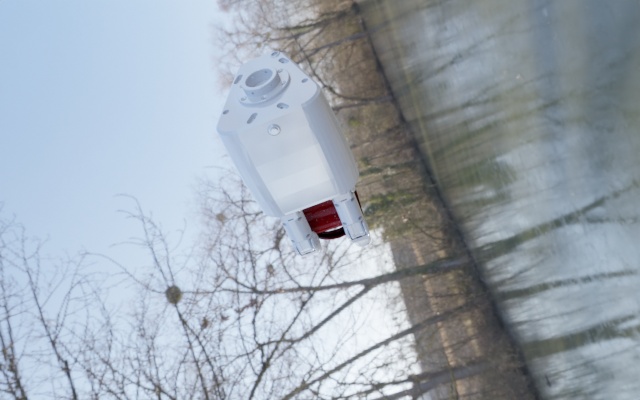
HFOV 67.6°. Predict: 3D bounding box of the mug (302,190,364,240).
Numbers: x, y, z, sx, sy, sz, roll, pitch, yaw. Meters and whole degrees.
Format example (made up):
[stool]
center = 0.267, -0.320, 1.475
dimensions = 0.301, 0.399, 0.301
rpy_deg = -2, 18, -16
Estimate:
[mug]
center = 0.000, 0.003, 0.538
dimensions = 0.081, 0.093, 0.117
rpy_deg = -18, -47, 7
